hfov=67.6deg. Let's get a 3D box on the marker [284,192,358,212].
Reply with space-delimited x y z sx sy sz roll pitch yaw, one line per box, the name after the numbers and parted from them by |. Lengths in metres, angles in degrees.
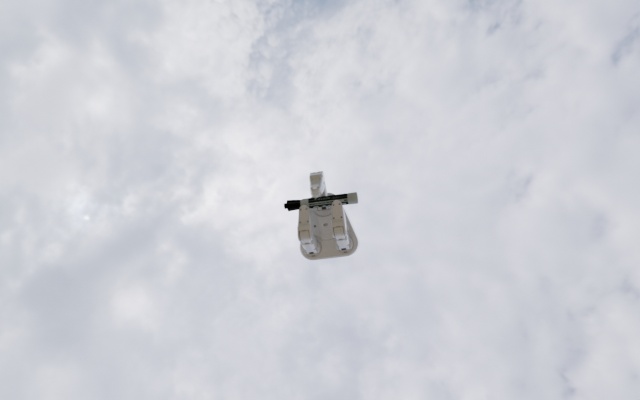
0.000 0.003 0.775 0.121 0.020 0.020 -7 -1 9 | marker
